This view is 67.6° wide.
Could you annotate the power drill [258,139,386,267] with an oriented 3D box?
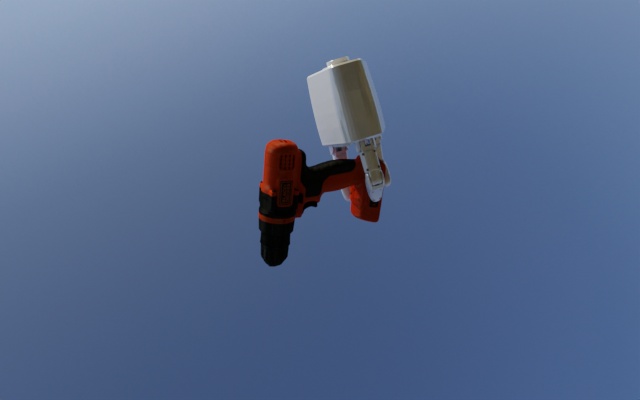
[{"bbox_3d":[0.001,0.002,0.696,0.187,0.184,0.057,-5,23,-29],"label":"power drill"}]
